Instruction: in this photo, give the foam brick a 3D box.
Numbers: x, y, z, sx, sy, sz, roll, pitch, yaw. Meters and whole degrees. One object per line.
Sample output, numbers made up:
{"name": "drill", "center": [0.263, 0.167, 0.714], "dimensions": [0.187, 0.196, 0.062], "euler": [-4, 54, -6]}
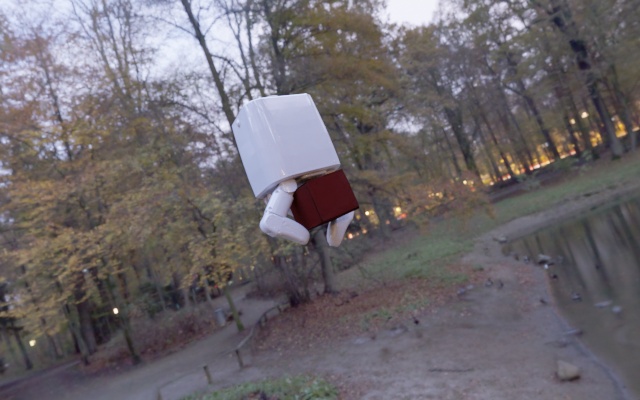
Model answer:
{"name": "foam brick", "center": [0.000, 0.002, 0.576], "dimensions": [0.053, 0.051, 0.078], "euler": [-20, -4, -26]}
